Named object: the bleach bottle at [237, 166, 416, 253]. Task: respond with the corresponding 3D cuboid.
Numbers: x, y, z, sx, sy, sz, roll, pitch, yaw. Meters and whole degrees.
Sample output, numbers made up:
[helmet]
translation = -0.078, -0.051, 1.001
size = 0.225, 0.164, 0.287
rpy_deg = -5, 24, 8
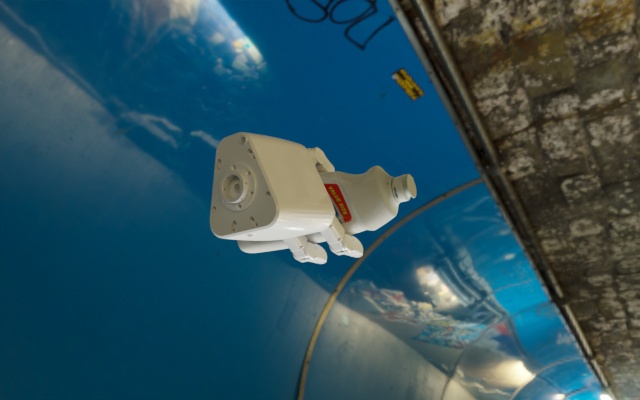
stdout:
[bleach bottle]
translation = 0.000, 0.002, 0.623
size = 0.251, 0.102, 0.068
rpy_deg = -15, -10, 29
